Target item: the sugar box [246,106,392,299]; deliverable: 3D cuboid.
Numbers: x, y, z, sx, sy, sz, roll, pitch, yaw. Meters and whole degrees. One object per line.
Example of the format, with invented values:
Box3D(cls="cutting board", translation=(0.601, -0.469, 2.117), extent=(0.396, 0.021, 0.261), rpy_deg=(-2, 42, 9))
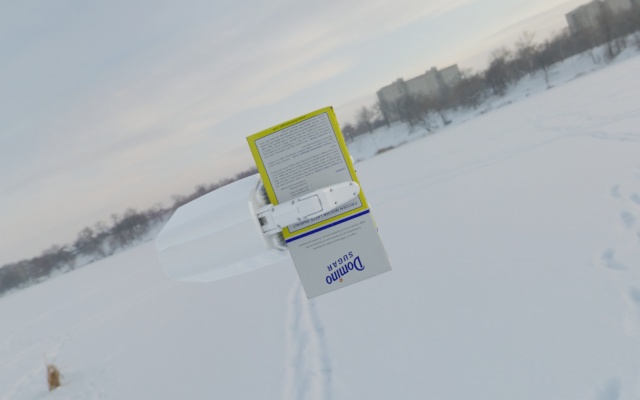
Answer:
Box3D(cls="sugar box", translation=(0.000, 0.002, 0.491), extent=(0.093, 0.176, 0.048), rpy_deg=(-20, 3, 7))
